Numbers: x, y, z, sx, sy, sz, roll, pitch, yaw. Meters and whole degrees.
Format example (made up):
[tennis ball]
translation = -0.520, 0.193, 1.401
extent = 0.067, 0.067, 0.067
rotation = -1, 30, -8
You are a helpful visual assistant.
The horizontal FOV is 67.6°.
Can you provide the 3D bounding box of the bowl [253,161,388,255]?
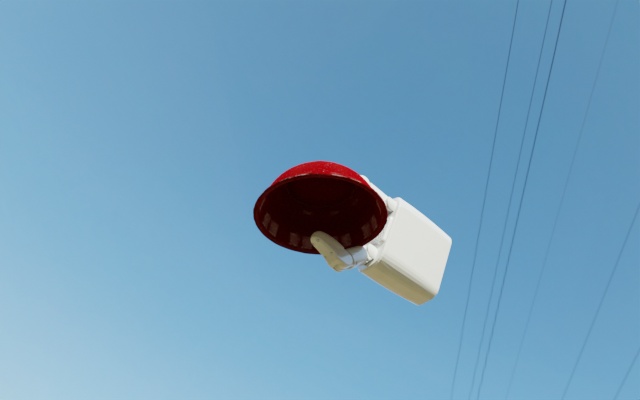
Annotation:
[bowl]
translation = -0.001, 0.001, 0.588
extent = 0.162, 0.055, 0.162
rotation = 0, -38, 0
